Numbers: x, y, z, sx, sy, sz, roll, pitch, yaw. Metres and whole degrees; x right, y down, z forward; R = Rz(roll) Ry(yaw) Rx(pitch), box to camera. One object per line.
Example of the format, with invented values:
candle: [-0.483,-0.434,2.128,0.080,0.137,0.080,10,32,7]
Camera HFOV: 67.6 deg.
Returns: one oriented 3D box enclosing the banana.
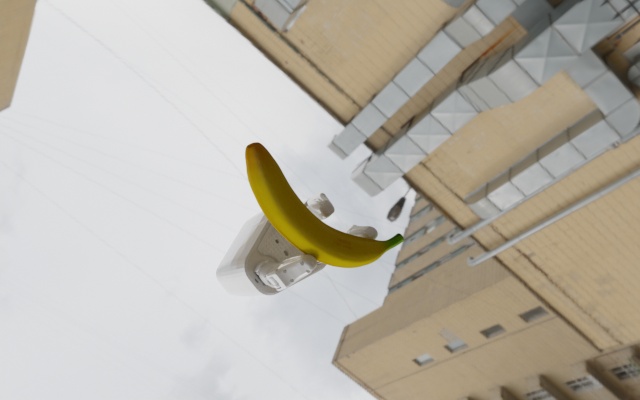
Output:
banana: [-0.006,0.019,0.481,0.198,0.069,0.037,32,-7,-26]
